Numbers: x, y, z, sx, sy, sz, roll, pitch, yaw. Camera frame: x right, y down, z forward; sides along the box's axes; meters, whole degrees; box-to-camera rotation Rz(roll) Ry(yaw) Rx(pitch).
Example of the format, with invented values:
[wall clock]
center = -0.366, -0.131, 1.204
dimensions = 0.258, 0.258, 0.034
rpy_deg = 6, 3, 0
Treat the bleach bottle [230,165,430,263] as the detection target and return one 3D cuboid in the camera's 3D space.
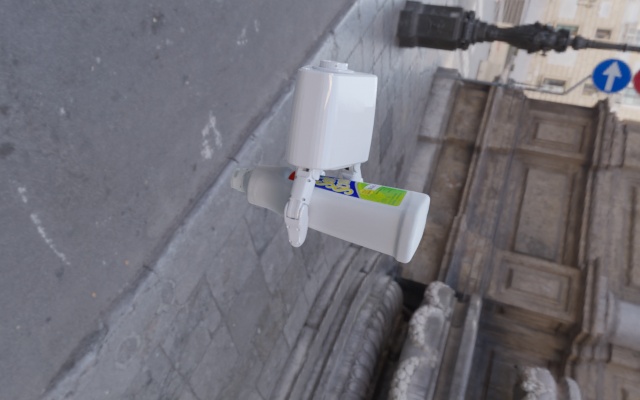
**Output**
[bleach bottle]
center = 0.000, 0.002, 0.589
dimensions = 0.251, 0.068, 0.102
rpy_deg = 14, 21, 18
